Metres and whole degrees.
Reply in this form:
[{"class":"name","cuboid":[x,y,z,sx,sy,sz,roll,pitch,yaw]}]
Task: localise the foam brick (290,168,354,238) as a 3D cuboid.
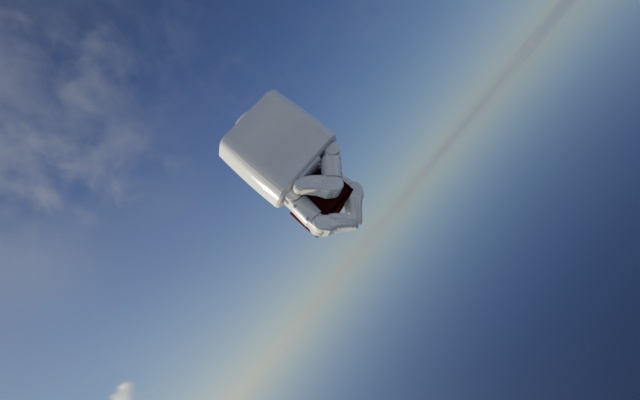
[{"class":"foam brick","cuboid":[0.000,0.002,0.631,0.051,0.053,0.078,39,-29,8]}]
